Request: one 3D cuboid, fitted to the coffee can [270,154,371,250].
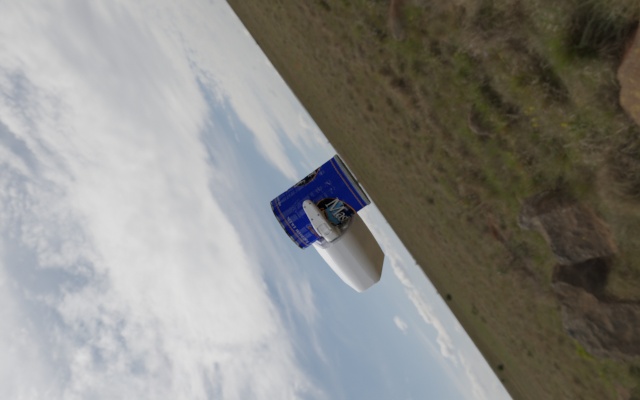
[{"bbox_3d":[0.000,0.002,0.816,0.140,0.103,0.103,-35,-5,7],"label":"coffee can"}]
